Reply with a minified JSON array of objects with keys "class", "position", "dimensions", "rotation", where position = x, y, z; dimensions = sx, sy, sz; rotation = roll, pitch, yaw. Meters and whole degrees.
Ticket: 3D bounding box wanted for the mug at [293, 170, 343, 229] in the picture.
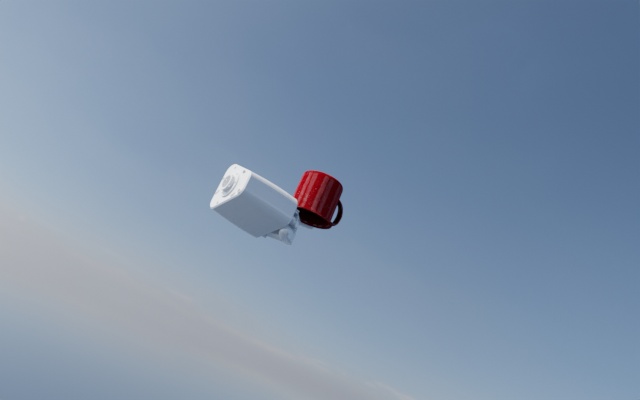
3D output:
[{"class":"mug","position":[0.001,0.003,0.895],"dimensions":[0.117,0.081,0.093],"rotation":[35,-22,-31]}]
